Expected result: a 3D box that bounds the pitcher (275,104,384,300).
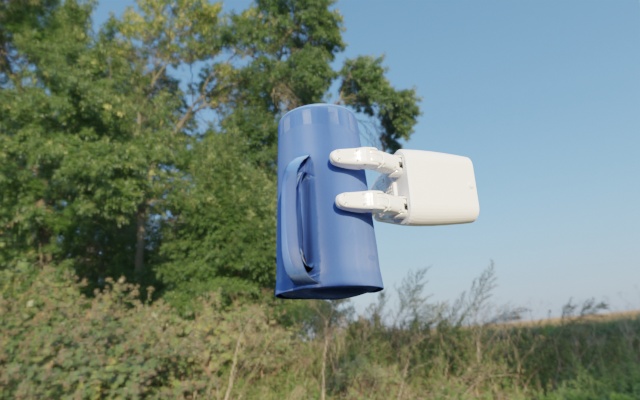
[{"bbox_3d":[0.000,0.002,0.606,0.145,0.242,0.149,2,-18,-21],"label":"pitcher"}]
